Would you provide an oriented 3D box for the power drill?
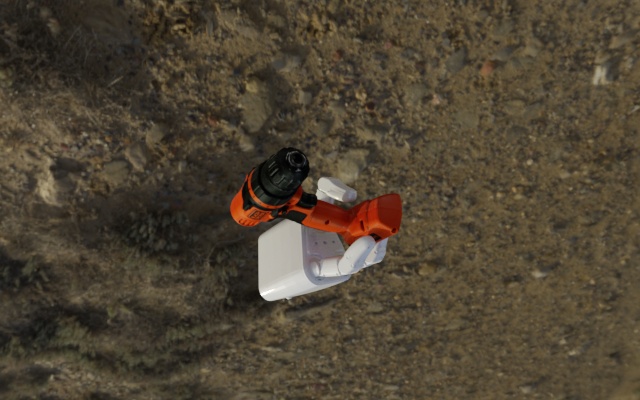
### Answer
[{"bbox_3d":[0.000,0.002,0.571,0.188,0.057,0.184,16,-22,-21],"label":"power drill"}]
